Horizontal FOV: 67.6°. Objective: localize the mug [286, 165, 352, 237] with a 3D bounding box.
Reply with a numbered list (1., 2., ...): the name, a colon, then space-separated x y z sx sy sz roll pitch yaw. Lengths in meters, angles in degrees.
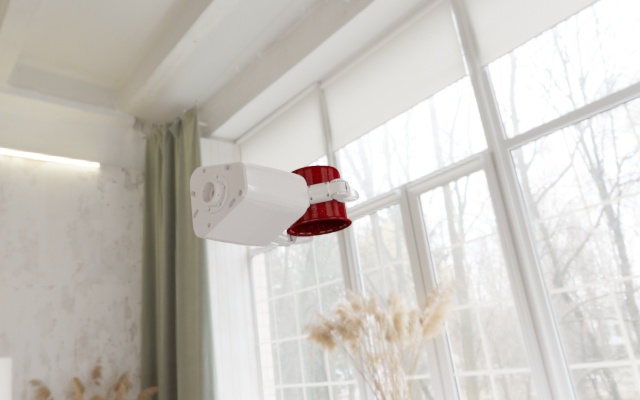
1. mug: 0.001 0.002 0.687 0.093 0.081 0.117 -20 -20 34
